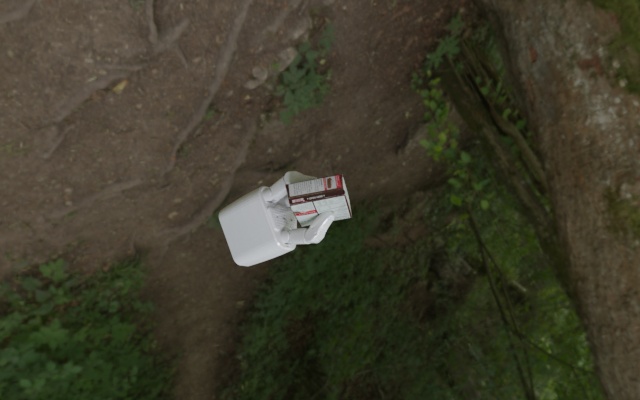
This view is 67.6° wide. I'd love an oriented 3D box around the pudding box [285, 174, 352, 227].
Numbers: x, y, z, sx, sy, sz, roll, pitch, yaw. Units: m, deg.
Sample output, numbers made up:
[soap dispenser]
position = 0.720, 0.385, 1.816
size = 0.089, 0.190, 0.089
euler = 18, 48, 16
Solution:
[pudding box]
position = 0.000, 0.003, 0.761
size = 0.090, 0.039, 0.113
euler = -11, -20, 4
